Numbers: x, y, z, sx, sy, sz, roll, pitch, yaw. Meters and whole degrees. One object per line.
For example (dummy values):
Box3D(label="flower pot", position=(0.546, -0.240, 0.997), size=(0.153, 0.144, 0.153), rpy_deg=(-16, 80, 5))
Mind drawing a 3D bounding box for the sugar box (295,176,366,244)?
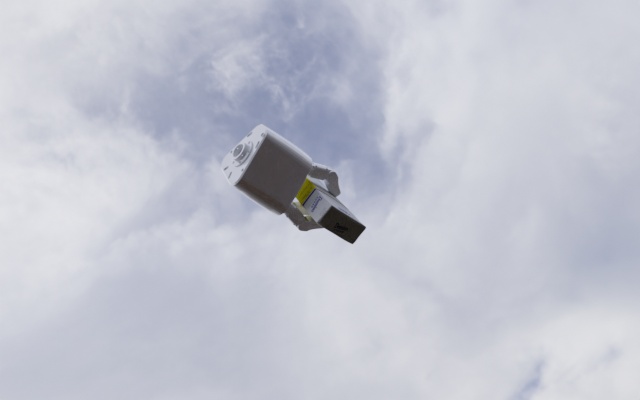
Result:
Box3D(label="sugar box", position=(0.000, 0.003, 0.852), size=(0.093, 0.048, 0.176), rpy_deg=(32, 12, -36))
